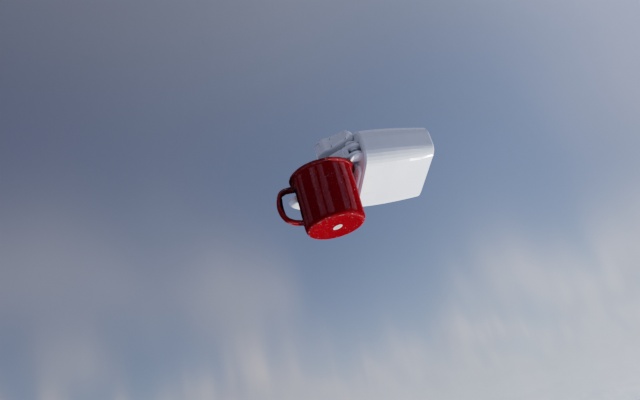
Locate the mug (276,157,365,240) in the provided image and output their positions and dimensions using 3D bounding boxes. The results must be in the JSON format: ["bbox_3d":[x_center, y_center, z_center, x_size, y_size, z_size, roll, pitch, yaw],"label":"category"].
[{"bbox_3d":[-0.001,0.002,0.635,0.117,0.081,0.093,-8,-26,-15],"label":"mug"}]
